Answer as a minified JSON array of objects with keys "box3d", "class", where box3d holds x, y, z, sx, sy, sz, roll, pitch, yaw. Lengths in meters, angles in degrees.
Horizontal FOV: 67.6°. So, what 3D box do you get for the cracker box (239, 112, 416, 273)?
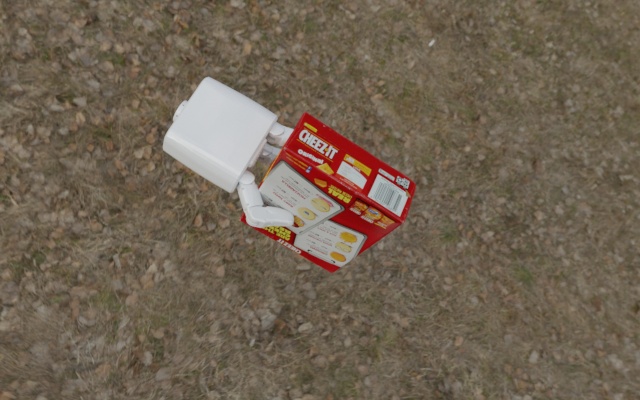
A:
[{"box3d":[0.000,0.002,0.635,0.164,0.072,0.214,31,-32,-7],"class":"cracker box"}]
